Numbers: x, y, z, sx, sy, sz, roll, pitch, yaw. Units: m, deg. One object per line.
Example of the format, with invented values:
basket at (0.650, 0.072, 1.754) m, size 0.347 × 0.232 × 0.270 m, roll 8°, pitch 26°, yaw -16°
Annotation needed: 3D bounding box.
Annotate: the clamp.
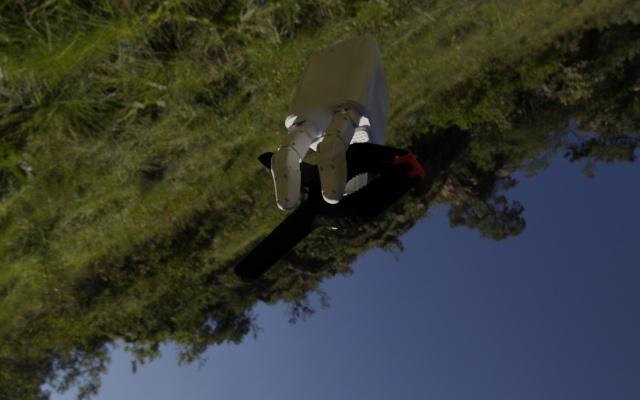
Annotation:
clamp at (0.001, 0.002, 0.482) m, size 0.210 × 0.164 × 0.036 m, roll -10°, pitch -36°, yaw 34°
